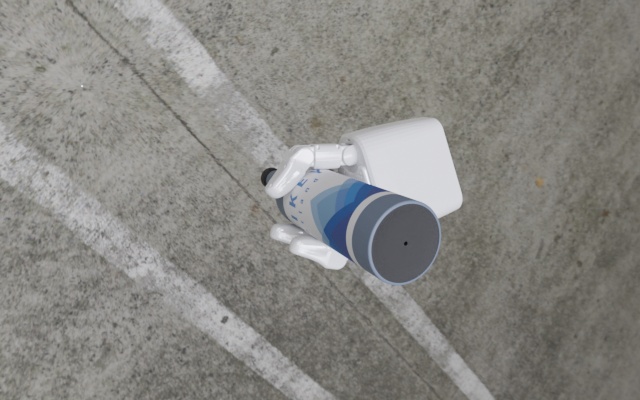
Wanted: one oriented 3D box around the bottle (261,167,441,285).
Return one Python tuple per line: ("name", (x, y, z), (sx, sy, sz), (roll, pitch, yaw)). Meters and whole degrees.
("bottle", (0.000, 0.002, 0.484), (0.069, 0.069, 0.295), (0, 12, -26))
